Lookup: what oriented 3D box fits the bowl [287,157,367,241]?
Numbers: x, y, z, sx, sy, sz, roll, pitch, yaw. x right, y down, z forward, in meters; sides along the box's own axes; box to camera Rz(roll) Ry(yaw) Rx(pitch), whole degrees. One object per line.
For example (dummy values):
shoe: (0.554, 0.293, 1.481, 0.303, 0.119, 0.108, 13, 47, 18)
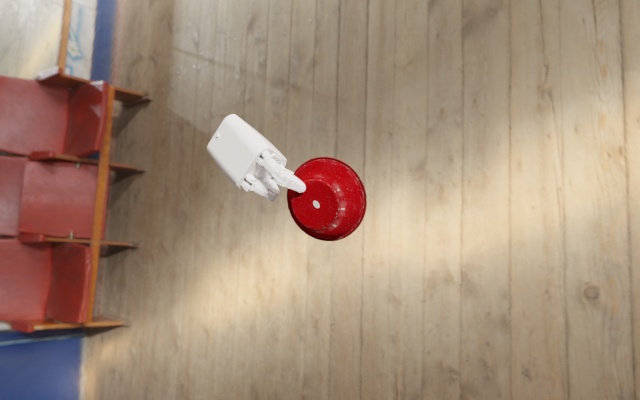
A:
bowl: (0.001, 0.004, 0.873, 0.162, 0.162, 0.055, 0, 10, 22)
